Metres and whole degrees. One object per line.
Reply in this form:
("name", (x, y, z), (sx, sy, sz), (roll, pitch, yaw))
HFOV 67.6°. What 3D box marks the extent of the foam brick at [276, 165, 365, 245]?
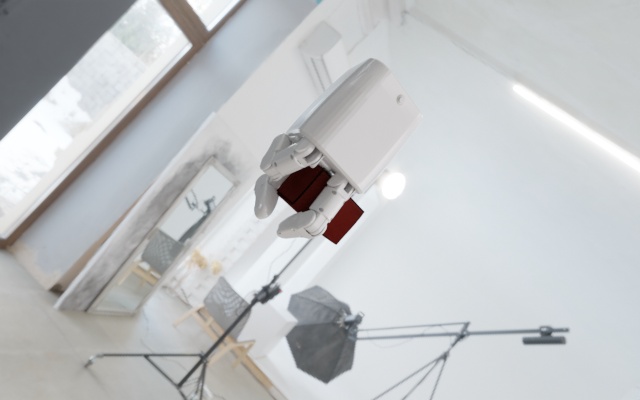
("foam brick", (0.000, 0.002, 0.529), (0.078, 0.051, 0.053), (45, -7, -31))
